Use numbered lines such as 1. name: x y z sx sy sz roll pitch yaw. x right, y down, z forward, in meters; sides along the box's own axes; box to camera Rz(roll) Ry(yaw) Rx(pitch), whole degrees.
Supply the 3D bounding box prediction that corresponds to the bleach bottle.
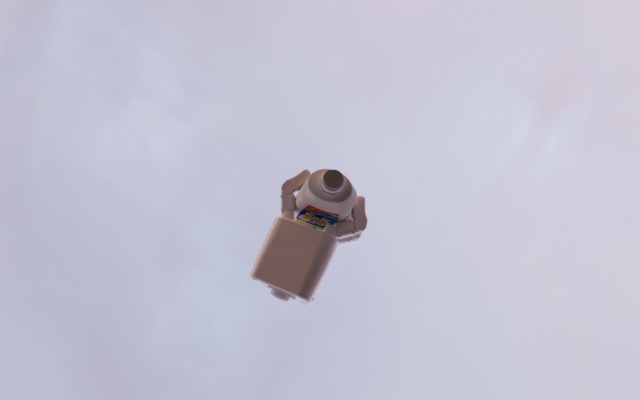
1. bleach bottle: 0.000 0.003 0.766 0.102 0.068 0.251 24 -17 3
